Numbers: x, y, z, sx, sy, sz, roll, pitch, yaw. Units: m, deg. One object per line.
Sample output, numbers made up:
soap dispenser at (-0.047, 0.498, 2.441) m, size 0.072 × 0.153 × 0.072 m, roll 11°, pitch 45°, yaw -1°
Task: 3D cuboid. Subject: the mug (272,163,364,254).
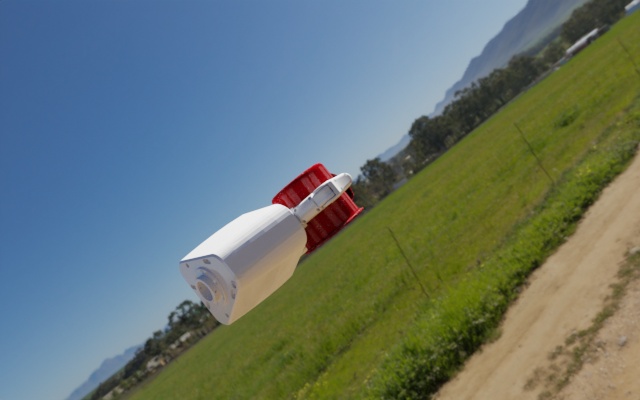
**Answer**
mug at (0.001, 0.001, 0.608) m, size 0.117 × 0.081 × 0.093 m, roll -38°, pitch -1°, yaw -43°
